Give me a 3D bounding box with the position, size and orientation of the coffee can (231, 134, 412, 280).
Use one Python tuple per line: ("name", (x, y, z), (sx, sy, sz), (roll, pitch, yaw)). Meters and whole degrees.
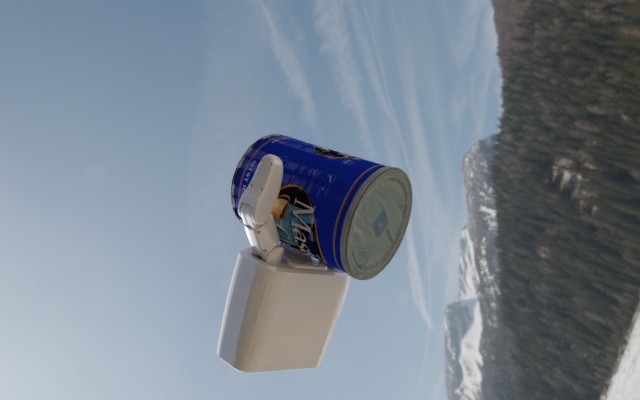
("coffee can", (0.000, 0.001, 0.452), (0.140, 0.103, 0.103), (21, 12, 35))
